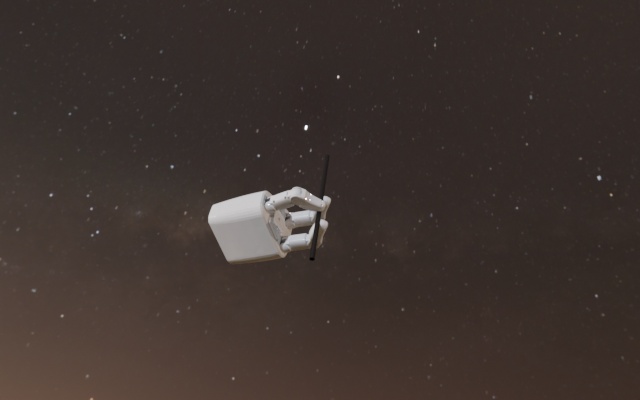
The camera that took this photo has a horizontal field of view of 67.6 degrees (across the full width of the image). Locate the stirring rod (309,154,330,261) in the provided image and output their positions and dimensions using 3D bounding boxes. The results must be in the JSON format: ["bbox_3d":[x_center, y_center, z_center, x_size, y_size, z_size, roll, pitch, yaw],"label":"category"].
[{"bbox_3d":[0.000,0.003,0.791,0.011,0.011,0.239,4,45,4],"label":"stirring rod"}]
